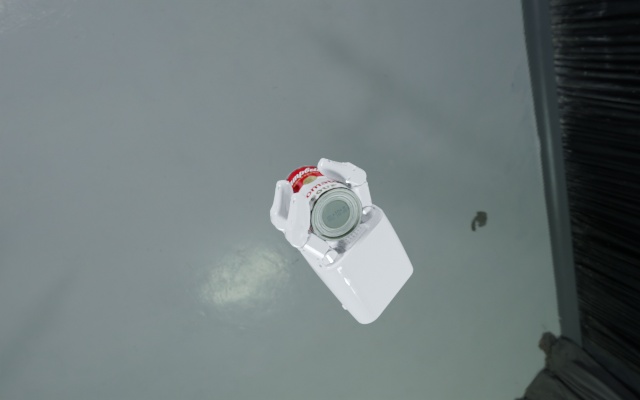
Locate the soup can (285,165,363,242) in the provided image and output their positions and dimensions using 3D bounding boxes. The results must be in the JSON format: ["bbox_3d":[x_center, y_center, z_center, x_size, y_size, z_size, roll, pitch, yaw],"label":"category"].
[{"bbox_3d":[0.000,0.002,0.587,0.068,0.068,0.102,0,18,-23],"label":"soup can"}]
